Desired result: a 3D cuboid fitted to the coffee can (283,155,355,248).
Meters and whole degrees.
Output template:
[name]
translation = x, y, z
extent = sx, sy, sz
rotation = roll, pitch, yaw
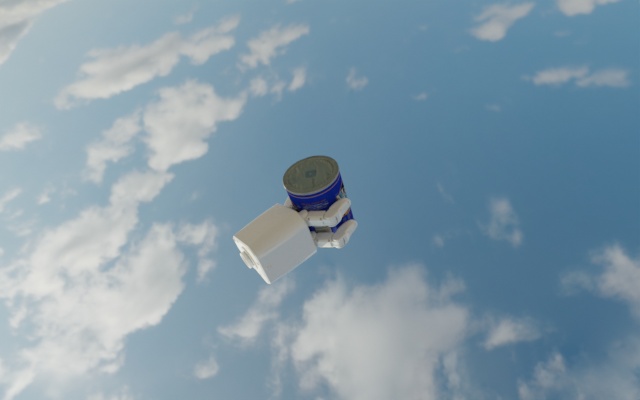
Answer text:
[coffee can]
translation = 0.000, 0.003, 0.880
extent = 0.103, 0.140, 0.102
rotation = -12, 40, 10
